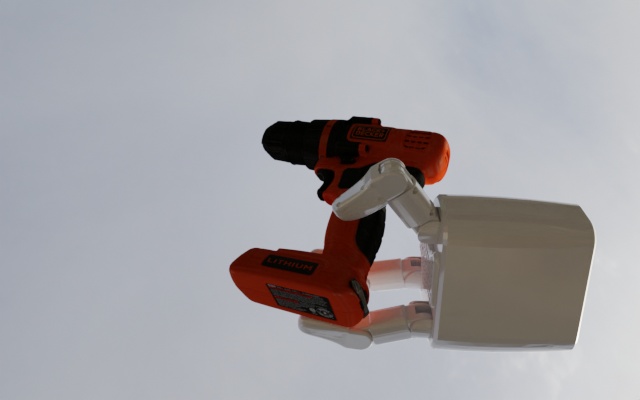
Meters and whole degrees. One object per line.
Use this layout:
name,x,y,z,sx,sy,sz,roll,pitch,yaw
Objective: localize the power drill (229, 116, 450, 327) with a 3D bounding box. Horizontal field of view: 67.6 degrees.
power drill,0.000,0.002,0.406,0.184,0.187,0.057,8,-36,27
